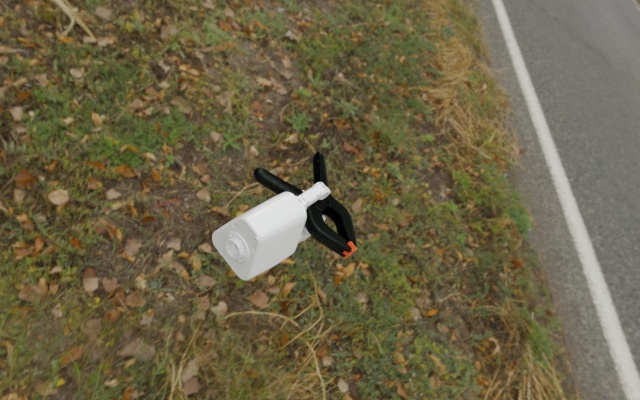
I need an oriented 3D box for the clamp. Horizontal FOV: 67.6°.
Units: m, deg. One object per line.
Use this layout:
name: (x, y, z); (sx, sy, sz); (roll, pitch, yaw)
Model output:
clamp: (0.001, 0.003, 0.838); (0.164, 0.210, 0.036); (-31, -12, -45)
